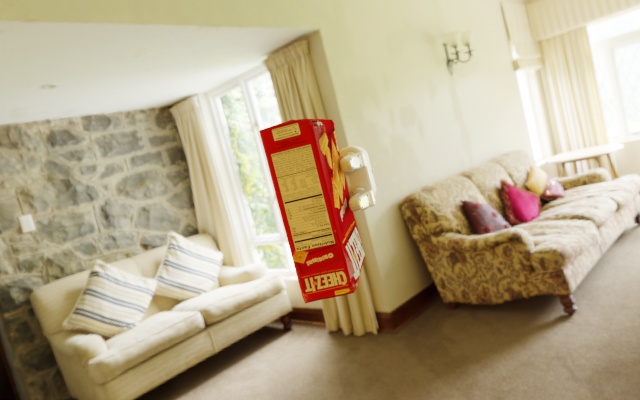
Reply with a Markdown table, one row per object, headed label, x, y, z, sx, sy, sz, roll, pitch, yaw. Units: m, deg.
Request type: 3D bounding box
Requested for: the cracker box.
| label | x | y | z | sx | sy | sz | roll | pitch | yaw |
| --- | --- | --- | --- | --- | --- | --- | --- | --- | --- |
| cracker box | 0.000 | 0.002 | 0.626 | 0.072 | 0.214 | 0.164 | -13 | 6 | 12 |
